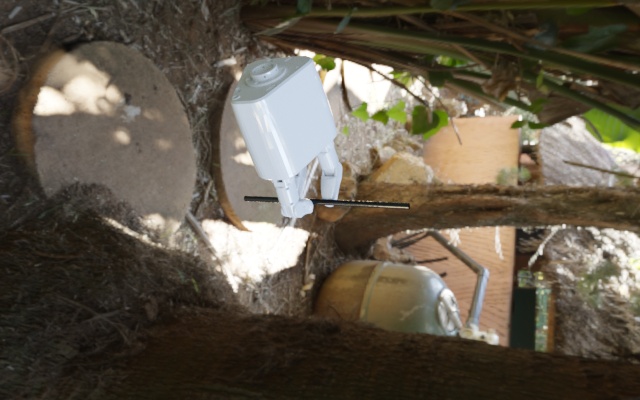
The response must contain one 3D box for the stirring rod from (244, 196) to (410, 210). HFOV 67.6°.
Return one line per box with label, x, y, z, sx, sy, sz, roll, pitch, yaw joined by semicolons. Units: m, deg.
stirring rod;0.000;0.002;0.636;0.239;0.011;0.011;3;1;26
